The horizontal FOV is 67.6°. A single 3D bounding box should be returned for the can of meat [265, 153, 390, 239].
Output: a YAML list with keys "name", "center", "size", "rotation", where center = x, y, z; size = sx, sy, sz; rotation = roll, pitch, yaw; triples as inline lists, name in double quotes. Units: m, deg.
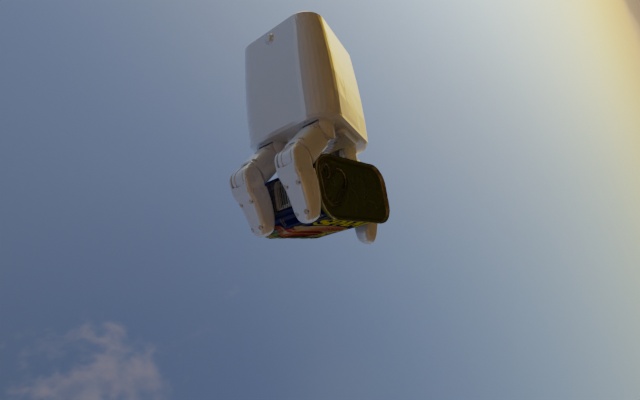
- name: "can of meat"
  center: [0.000, 0.002, 0.440]
  size: [0.084, 0.057, 0.102]
  rotation: [-19, -16, 37]
